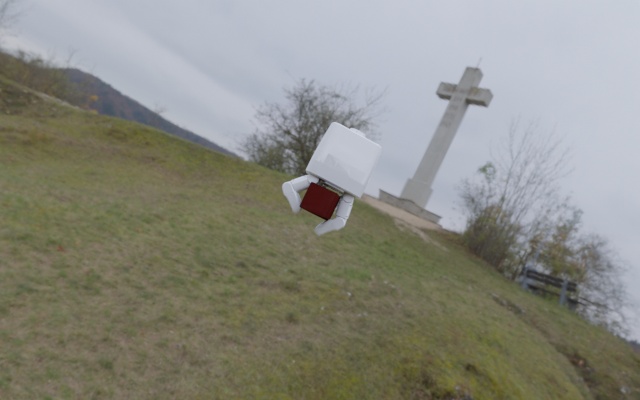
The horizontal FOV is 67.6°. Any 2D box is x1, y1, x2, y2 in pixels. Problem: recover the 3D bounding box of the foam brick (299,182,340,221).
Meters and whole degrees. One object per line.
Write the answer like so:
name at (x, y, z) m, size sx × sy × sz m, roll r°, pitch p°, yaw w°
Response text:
foam brick at (0.000, 0.003, 0.870) m, size 0.053 × 0.051 × 0.078 m, roll 26°, pitch -2°, yaw 8°
